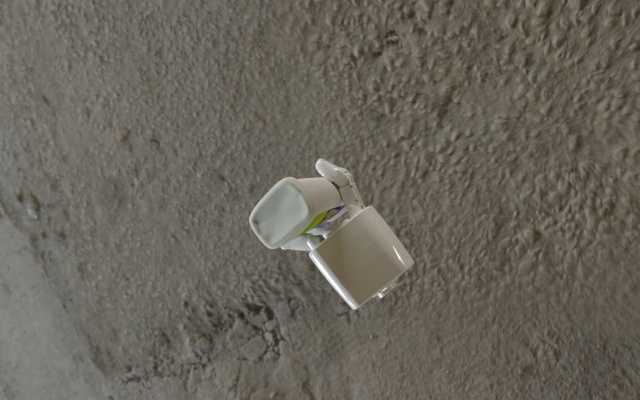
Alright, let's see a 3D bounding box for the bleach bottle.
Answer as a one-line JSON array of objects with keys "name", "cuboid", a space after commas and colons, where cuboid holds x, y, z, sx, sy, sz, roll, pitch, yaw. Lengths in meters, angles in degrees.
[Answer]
[{"name": "bleach bottle", "cuboid": [0.000, 0.002, 0.728, 0.102, 0.068, 0.251, -43, -11, 25]}]
